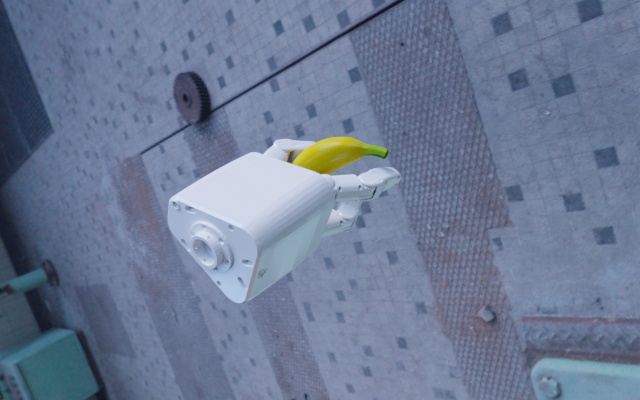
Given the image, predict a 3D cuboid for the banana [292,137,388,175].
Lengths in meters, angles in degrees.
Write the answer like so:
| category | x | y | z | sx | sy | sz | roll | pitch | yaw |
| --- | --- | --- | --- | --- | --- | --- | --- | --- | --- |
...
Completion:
| category | x | y | z | sx | sy | sz | roll | pitch | yaw |
| --- | --- | --- | --- | --- | --- | --- | --- | --- | --- |
| banana | -0.012 | -0.013 | 0.538 | 0.198 | 0.069 | 0.037 | -44 | 3 | 42 |
